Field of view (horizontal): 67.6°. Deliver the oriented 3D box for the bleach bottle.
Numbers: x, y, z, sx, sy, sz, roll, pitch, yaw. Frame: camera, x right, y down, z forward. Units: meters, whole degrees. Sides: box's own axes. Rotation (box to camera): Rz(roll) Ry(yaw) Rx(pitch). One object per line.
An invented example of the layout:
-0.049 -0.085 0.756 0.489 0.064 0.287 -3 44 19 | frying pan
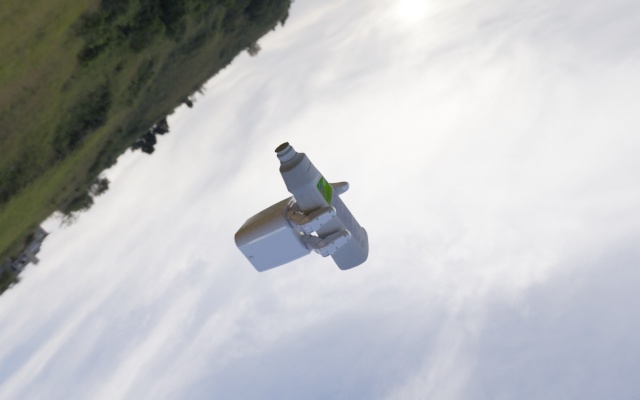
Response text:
0.000 0.003 0.819 0.068 0.251 0.102 -25 30 16 | bleach bottle
